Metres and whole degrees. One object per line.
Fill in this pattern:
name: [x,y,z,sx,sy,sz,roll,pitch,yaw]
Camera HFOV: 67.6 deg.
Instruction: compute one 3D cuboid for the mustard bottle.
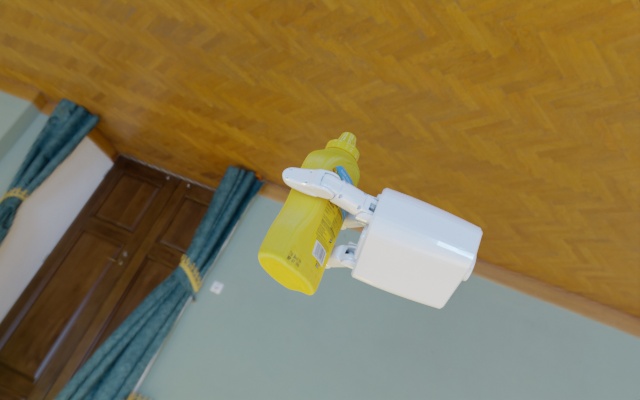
mustard bottle: [0.000,0.002,0.537,0.058,0.191,0.096,10,-28,28]
